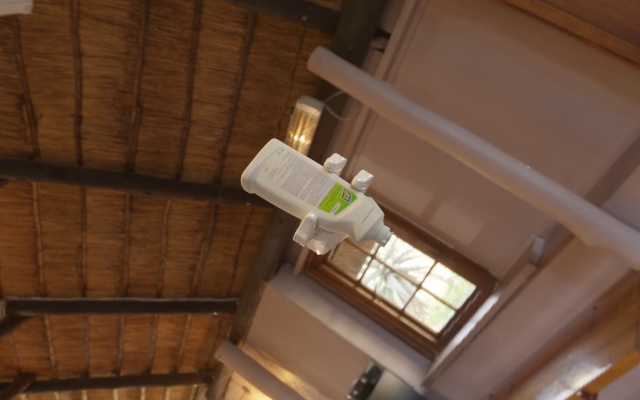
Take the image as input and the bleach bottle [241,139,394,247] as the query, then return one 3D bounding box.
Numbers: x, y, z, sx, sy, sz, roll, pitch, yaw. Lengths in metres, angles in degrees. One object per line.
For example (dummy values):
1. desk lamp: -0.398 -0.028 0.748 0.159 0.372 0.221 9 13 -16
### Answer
1. bleach bottle: 0.000 0.002 0.775 0.251 0.102 0.068 33 -17 13
